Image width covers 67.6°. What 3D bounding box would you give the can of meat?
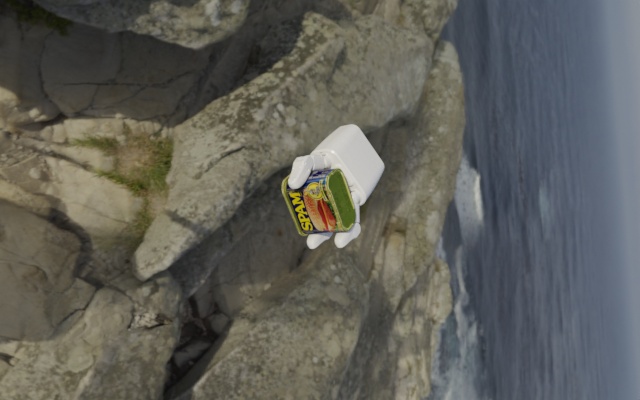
[{"bbox_3d":[0.000,0.002,0.739,0.084,0.102,0.057,-5,26,33],"label":"can of meat"}]
